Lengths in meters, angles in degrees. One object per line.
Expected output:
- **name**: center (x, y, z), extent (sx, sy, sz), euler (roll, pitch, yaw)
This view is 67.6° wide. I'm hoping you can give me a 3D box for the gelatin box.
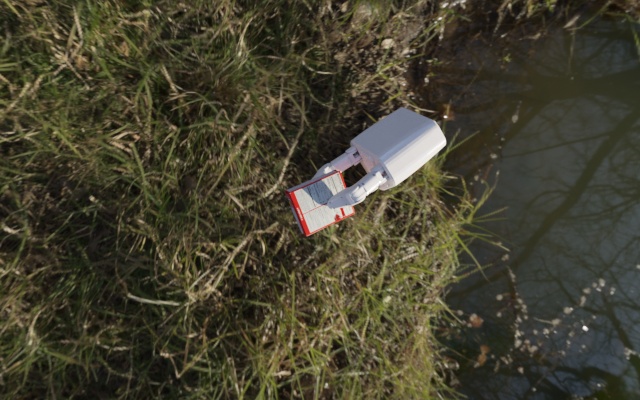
- **gelatin box**: center (0.000, 0.003, 0.733), extent (0.089, 0.073, 0.030), euler (-25, 15, -14)
